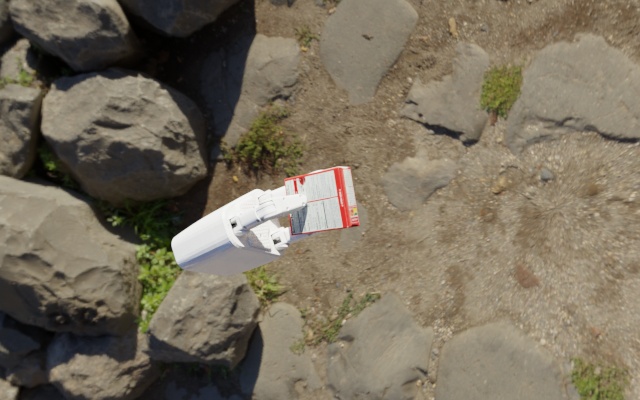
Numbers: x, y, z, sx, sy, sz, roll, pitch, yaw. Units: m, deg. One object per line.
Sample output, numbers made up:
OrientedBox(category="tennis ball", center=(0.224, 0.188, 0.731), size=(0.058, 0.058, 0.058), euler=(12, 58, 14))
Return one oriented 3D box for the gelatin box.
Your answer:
OrientedBox(category="gelatin box", center=(0.000, 0.002, 0.590), size=(0.089, 0.073, 0.030), euler=(-11, -3, 35))
